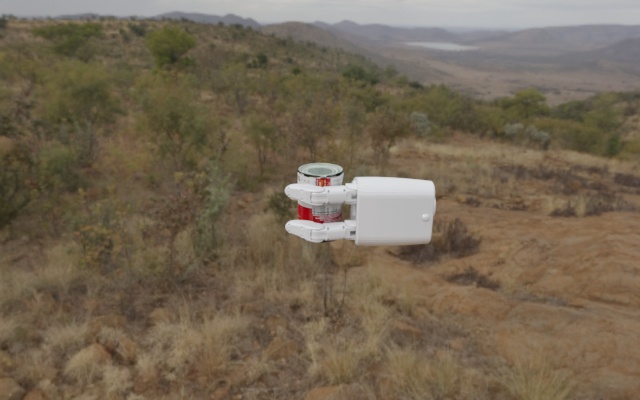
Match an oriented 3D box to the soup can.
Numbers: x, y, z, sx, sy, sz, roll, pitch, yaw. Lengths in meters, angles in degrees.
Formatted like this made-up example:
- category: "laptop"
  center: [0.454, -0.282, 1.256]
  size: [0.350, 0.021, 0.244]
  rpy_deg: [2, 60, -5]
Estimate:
- category: "soup can"
  center: [0.000, 0.002, 0.703]
  size: [0.068, 0.102, 0.068]
  rpy_deg: [0, 20, 0]
